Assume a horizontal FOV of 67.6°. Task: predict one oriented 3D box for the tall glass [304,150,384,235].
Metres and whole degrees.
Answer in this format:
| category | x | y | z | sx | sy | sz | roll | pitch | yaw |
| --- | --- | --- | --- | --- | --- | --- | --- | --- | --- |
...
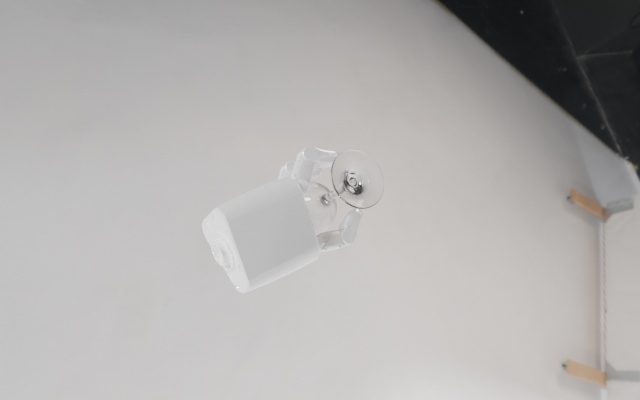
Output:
| category | x | y | z | sx | sy | sz | roll | pitch | yaw |
| --- | --- | --- | --- | --- | --- | --- | --- | --- | --- |
| tall glass | 0.001 | 0.002 | 0.655 | 0.079 | 0.079 | 0.201 | 0 | -16 | -28 |
